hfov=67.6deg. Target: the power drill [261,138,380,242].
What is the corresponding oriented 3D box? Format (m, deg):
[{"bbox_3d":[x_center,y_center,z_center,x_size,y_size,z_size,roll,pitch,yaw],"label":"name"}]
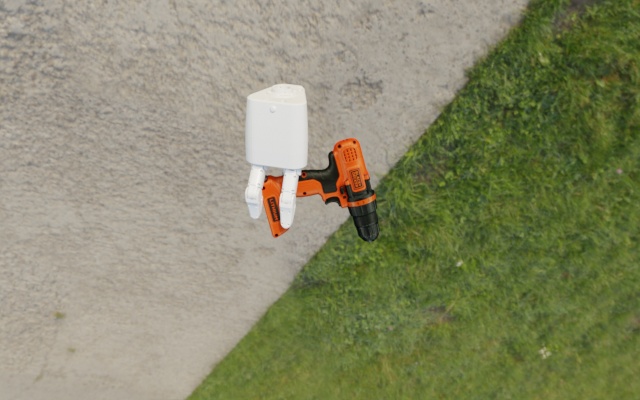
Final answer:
[{"bbox_3d":[0.000,0.003,0.815,0.187,0.184,0.057,-16,11,-3],"label":"power drill"}]
